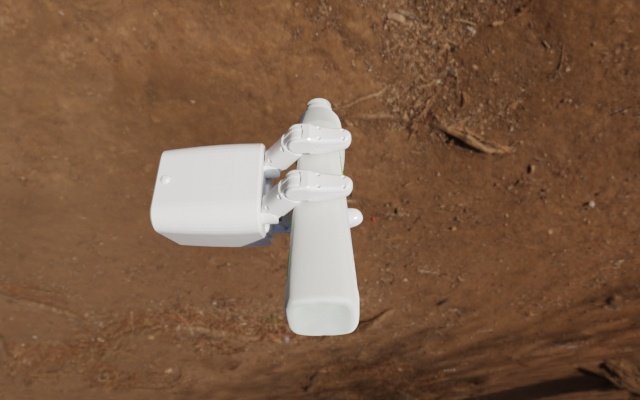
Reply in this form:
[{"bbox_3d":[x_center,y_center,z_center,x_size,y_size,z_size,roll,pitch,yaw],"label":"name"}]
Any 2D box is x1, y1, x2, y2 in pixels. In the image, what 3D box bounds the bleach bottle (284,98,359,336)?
[{"bbox_3d":[0.000,0.002,0.495,0.068,0.250,0.103,-2,-32,1],"label":"bleach bottle"}]
